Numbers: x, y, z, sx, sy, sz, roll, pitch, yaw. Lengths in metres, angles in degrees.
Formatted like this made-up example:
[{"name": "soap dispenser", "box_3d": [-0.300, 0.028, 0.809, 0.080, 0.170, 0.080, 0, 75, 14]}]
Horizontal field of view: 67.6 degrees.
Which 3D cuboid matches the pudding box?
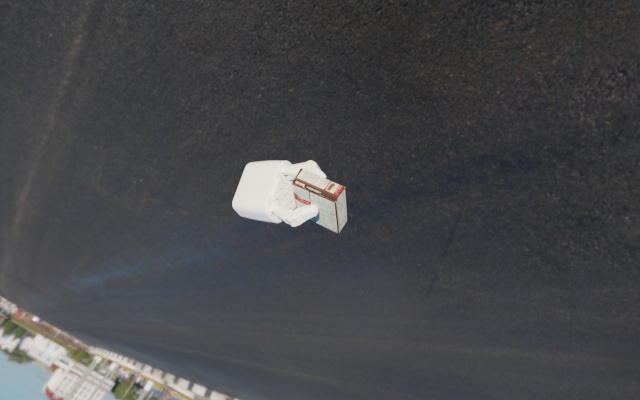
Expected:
[{"name": "pudding box", "box_3d": [0.000, 0.003, 0.845, 0.090, 0.039, 0.114, 23, -26, 18]}]
